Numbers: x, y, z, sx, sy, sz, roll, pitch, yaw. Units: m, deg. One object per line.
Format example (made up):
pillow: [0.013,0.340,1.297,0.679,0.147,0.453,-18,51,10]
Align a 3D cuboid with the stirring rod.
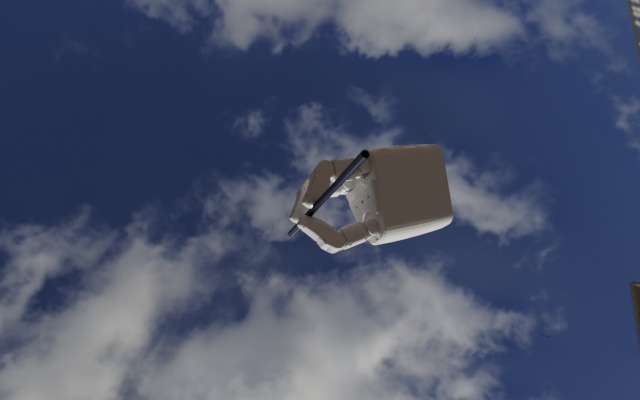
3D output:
stirring rod: [0.000,0.002,0.519,0.011,0.011,0.240,0,-20,-20]
